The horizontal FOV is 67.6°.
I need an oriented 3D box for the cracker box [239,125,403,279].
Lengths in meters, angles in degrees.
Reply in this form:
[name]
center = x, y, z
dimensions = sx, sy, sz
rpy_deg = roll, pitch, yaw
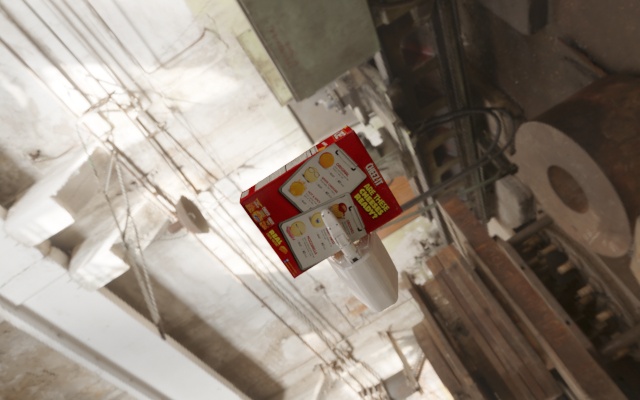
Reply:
[cracker box]
center = 0.000, 0.003, 0.788
dimensions = 0.214, 0.164, 0.072
rpy_deg = -32, 19, 4
